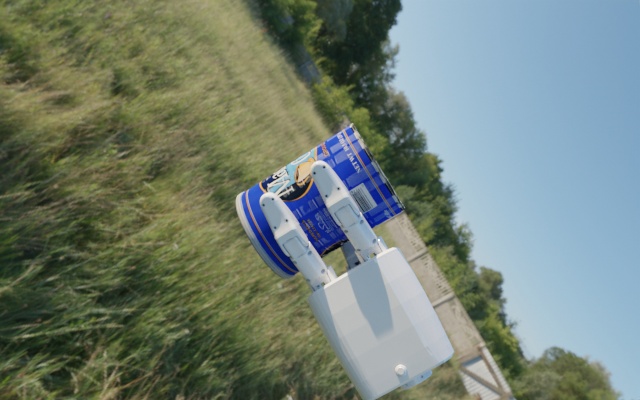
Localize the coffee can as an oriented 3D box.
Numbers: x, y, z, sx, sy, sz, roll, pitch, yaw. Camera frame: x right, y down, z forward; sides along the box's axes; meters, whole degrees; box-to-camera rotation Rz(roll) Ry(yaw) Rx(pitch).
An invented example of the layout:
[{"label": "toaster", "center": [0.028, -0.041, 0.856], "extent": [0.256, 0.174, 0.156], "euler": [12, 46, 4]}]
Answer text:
[{"label": "coffee can", "center": [0.000, 0.002, 0.490], "extent": [0.140, 0.103, 0.103], "euler": [-32, -5, 8]}]
